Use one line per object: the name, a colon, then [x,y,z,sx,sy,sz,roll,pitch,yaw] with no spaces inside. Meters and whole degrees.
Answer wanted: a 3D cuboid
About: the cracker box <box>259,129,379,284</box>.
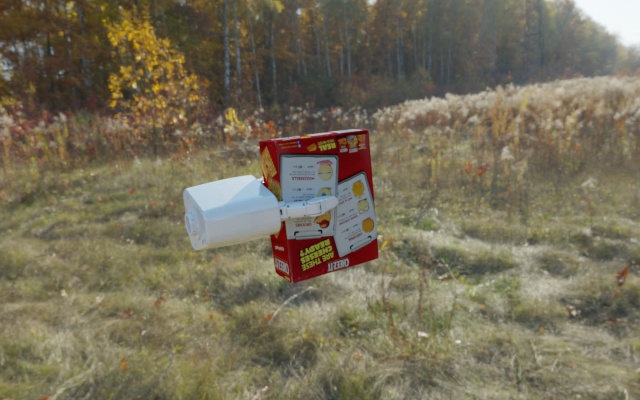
cracker box: [0.000,0.002,0.753,0.164,0.214,0.072,-12,13,-28]
